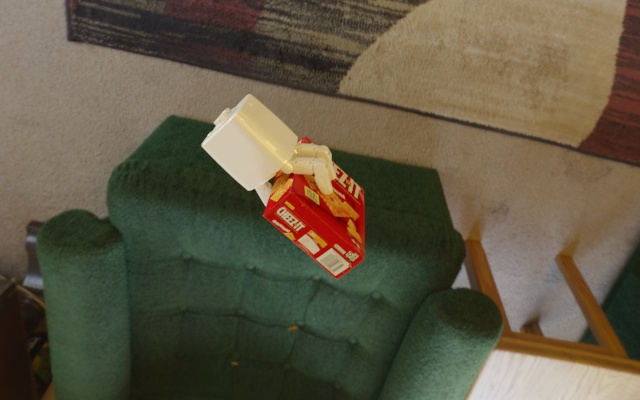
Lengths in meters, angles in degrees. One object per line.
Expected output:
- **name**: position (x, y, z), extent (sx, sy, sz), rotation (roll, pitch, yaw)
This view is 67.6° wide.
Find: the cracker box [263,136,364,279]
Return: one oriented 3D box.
- **cracker box**: position (0.000, 0.003, 0.806), extent (0.072, 0.164, 0.213), rotation (-39, 20, 24)
